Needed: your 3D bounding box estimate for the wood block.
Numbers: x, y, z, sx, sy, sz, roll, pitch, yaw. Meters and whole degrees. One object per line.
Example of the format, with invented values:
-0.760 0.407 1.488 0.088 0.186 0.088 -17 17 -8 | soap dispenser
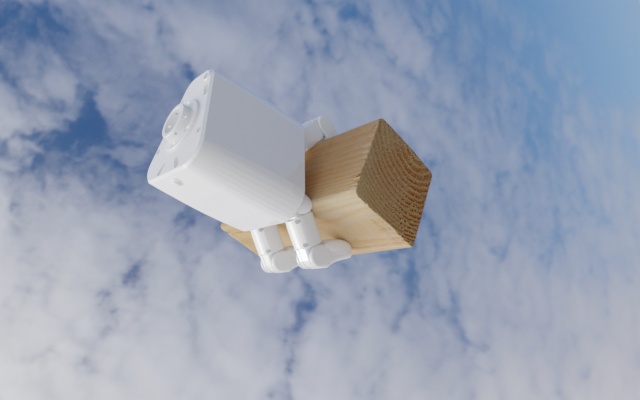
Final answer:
0.000 0.001 0.505 0.206 0.090 0.090 -14 -45 45 | wood block
